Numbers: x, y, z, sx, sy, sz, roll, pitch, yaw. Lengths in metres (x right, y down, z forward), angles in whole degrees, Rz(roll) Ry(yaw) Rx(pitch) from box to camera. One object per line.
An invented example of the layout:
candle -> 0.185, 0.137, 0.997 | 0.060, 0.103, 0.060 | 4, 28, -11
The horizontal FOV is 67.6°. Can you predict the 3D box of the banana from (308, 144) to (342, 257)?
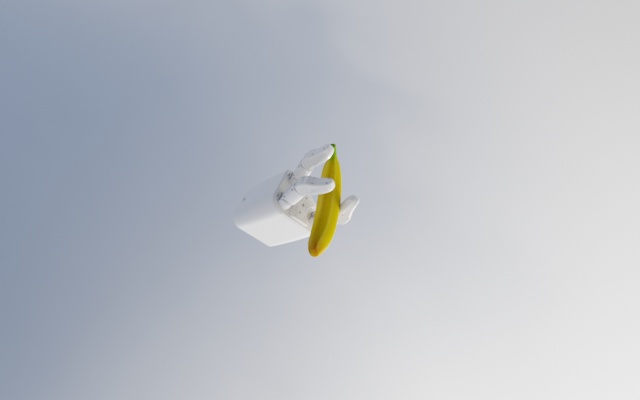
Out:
banana -> 0.007, 0.009, 0.755 | 0.037, 0.197, 0.070 | -4, -31, 21
